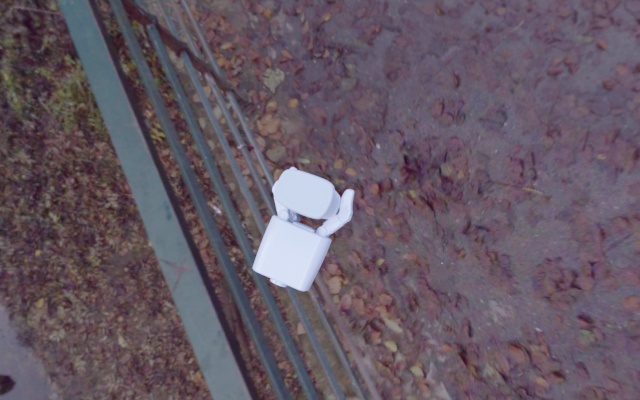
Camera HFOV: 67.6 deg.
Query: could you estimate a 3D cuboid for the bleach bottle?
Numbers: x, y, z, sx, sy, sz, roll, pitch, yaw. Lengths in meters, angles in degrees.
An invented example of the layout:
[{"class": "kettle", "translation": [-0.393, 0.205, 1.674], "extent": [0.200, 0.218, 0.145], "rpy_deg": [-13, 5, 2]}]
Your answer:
[{"class": "bleach bottle", "translation": [0.000, 0.003, 0.895], "extent": [0.102, 0.068, 0.251], "rpy_deg": [21, -2, 16]}]
